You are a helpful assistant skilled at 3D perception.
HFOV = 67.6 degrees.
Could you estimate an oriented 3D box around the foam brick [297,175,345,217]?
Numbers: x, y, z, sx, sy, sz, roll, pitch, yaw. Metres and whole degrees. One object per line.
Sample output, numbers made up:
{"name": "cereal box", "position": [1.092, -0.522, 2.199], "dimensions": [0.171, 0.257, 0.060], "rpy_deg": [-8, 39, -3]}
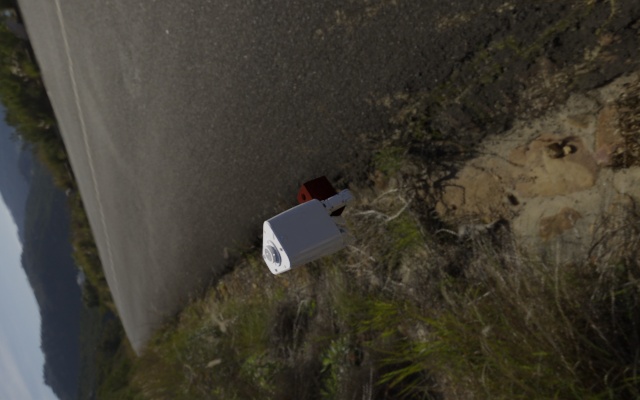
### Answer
{"name": "foam brick", "position": [0.000, 0.003, 0.890], "dimensions": [0.051, 0.078, 0.053], "rpy_deg": [-22, -22, -28]}
